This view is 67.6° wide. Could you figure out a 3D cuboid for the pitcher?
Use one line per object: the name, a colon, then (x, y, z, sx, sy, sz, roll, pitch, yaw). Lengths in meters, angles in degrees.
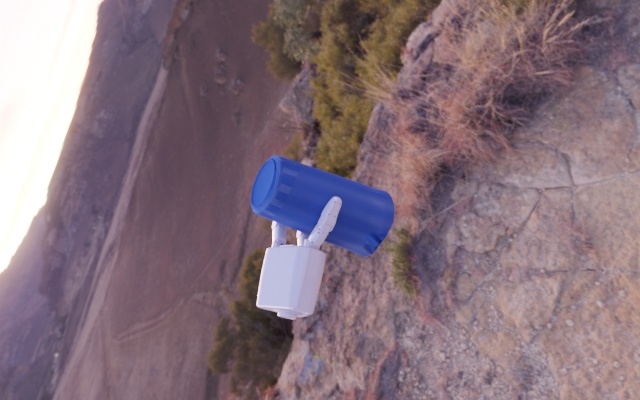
pitcher: (0.000, 0.003, 0.876, 0.243, 0.145, 0.149, 21, -19, -26)
